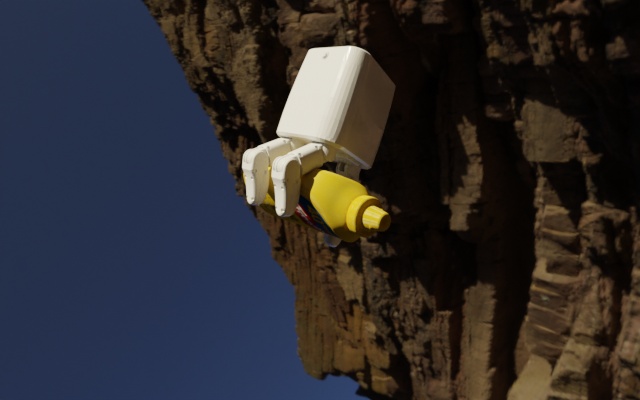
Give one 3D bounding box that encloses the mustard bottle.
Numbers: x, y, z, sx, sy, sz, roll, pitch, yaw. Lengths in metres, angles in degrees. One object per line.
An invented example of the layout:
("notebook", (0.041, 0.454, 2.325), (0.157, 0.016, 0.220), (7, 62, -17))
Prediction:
("mustard bottle", (0.000, 0.002, 0.523), (0.191, 0.058, 0.096), (16, -28, 47))
